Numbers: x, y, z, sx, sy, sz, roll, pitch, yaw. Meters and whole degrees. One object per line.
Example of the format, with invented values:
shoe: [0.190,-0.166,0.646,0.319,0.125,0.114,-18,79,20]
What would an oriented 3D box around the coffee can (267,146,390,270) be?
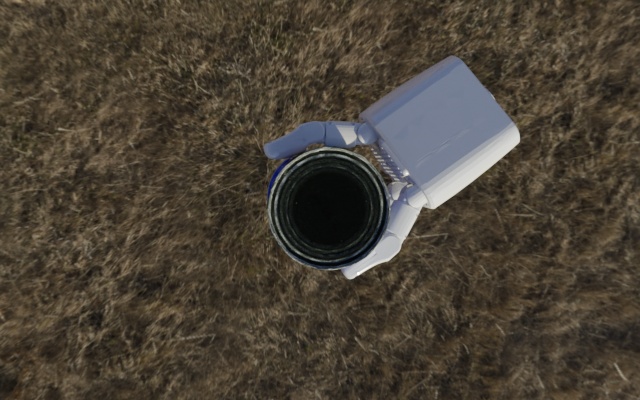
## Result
coffee can: [0.000,0.002,0.459,0.103,0.103,0.140,0,5,-6]
